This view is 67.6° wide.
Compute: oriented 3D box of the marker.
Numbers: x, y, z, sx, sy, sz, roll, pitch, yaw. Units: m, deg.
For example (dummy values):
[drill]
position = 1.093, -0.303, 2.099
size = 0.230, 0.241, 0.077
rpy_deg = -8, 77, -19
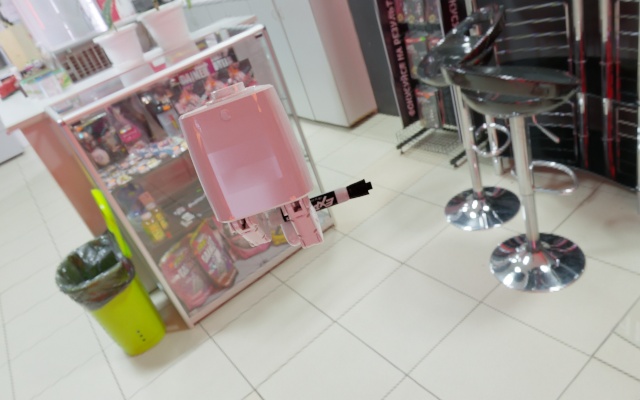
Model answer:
[marker]
position = 0.000, 0.002, 0.536
size = 0.121, 0.020, 0.020
rpy_deg = -19, -2, 4
